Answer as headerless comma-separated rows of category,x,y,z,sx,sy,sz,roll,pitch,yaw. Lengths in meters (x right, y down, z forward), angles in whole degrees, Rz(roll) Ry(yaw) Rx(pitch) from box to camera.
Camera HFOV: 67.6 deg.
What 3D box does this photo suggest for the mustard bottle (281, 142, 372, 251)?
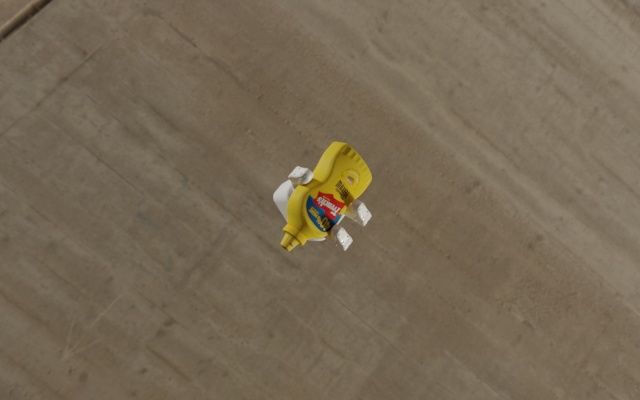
mustard bottle,0.000,0.002,0.778,0.058,0.191,0.096,20,-24,49
